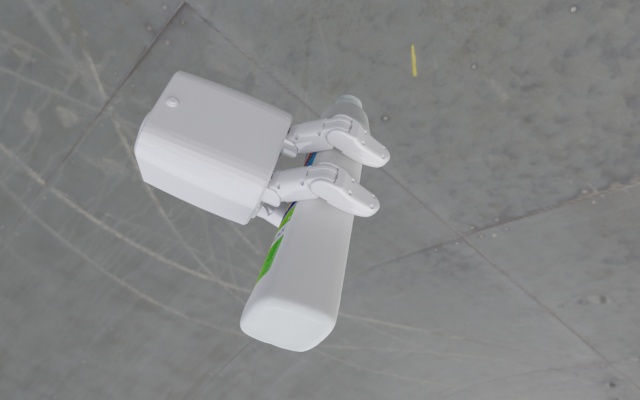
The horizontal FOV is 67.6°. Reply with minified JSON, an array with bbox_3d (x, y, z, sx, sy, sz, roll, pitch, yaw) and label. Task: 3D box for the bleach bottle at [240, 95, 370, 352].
[{"bbox_3d":[0.000,0.001,0.443,0.068,0.250,0.103,22,-35,-8],"label":"bleach bottle"}]
